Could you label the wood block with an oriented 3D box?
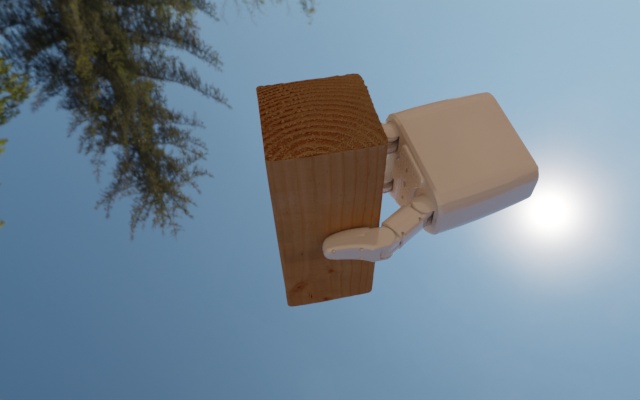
[{"bbox_3d":[0.001,0.002,0.436,0.090,0.090,0.206,-9,-41,-5],"label":"wood block"}]
